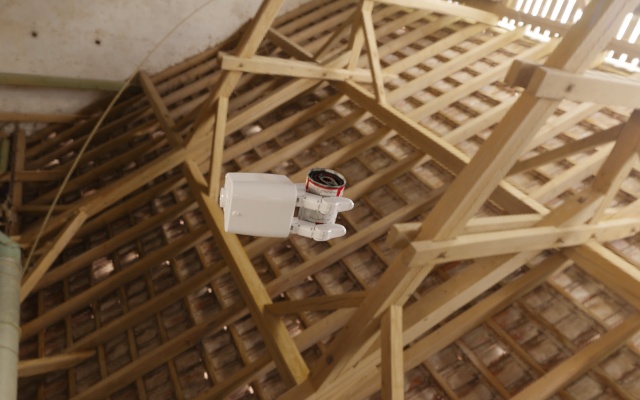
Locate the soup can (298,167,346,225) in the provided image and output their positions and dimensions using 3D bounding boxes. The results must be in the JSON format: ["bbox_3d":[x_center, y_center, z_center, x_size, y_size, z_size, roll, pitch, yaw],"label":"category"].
[{"bbox_3d":[0.001,0.003,0.839,0.068,0.102,0.068,11,28,-6],"label":"soup can"}]
